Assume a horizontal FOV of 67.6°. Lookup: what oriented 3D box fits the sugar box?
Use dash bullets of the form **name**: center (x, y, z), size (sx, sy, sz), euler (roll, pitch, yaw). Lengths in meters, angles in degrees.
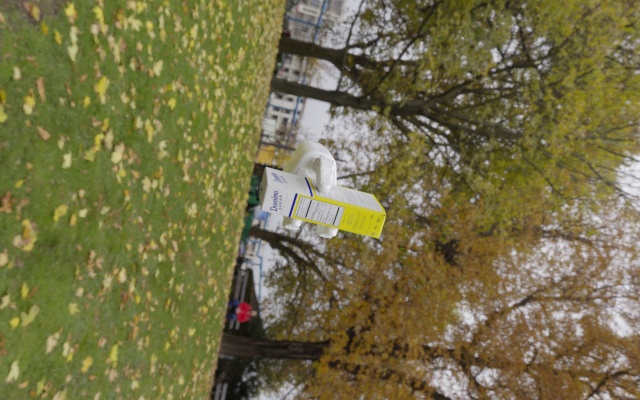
- **sugar box**: center (0.000, 0.003, 0.698), size (0.176, 0.048, 0.093), euler (12, 17, -11)
